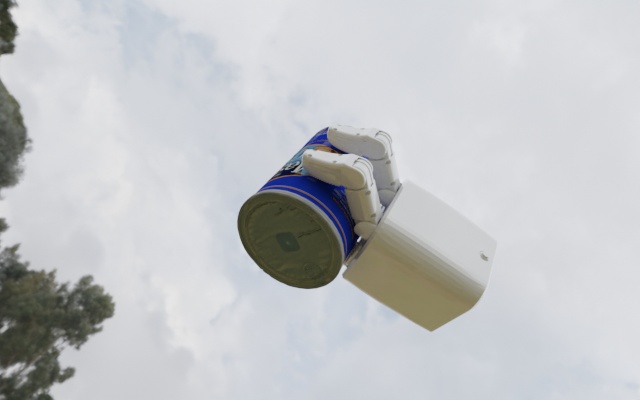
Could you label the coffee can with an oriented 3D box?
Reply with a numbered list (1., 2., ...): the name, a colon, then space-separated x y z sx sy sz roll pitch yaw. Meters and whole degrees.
1. coffee can: 0.000 0.002 0.464 0.103 0.103 0.140 0 31 29
